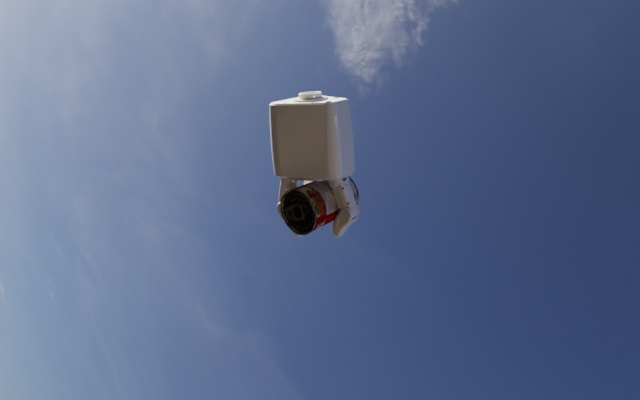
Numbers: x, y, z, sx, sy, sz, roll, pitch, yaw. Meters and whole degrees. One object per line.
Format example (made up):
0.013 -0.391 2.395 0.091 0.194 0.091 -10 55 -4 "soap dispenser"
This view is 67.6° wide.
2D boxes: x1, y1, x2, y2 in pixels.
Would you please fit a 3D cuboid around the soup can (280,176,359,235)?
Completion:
0.000 0.003 0.705 0.068 0.068 0.102 0 17 43 "soup can"
